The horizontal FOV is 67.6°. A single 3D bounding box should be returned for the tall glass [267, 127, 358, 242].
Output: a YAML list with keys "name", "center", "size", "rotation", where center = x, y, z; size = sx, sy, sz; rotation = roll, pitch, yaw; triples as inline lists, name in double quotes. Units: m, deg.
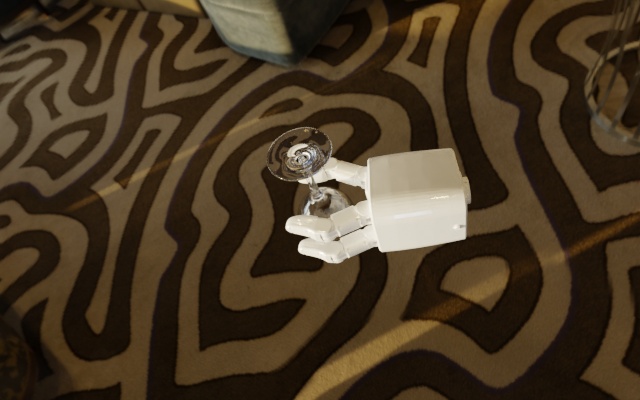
- name: "tall glass"
  center: [0.000, 0.002, 0.602]
  size: [0.079, 0.079, 0.201]
  rotation: [0, -33, 16]
